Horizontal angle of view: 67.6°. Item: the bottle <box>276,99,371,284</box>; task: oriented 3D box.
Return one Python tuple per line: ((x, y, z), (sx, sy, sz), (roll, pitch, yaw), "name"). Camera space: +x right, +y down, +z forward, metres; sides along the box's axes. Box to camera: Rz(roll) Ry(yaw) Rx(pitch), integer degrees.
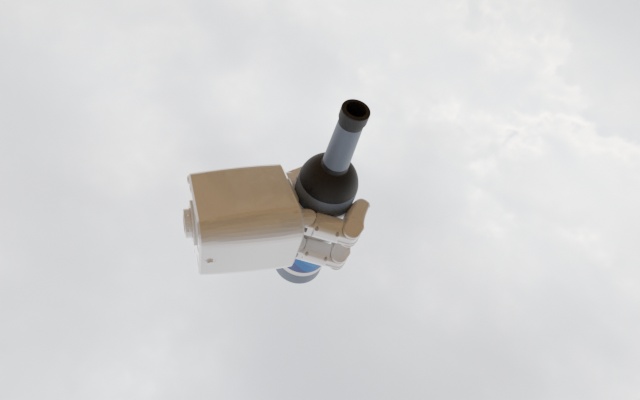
((0.000, 0.002, 0.543), (0.069, 0.069, 0.296), (0, -34, -15), "bottle")
